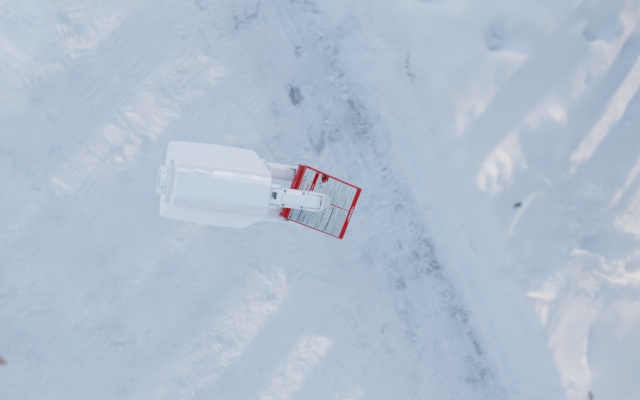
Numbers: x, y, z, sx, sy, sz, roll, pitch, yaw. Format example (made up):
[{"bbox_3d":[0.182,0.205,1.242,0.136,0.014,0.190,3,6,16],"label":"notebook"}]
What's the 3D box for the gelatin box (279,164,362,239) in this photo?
[{"bbox_3d":[0.001,0.002,0.624,0.089,0.073,0.030,21,-1,-21],"label":"gelatin box"}]
